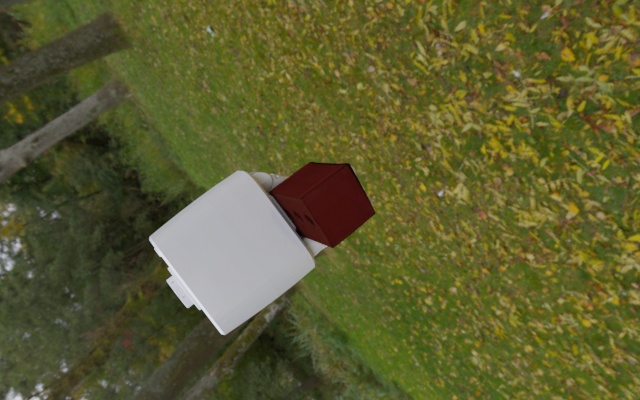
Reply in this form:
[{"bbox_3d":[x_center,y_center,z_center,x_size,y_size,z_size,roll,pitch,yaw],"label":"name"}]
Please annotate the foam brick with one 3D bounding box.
[{"bbox_3d":[0.000,0.001,0.420,0.051,0.053,0.078,-37,19,-18],"label":"foam brick"}]
